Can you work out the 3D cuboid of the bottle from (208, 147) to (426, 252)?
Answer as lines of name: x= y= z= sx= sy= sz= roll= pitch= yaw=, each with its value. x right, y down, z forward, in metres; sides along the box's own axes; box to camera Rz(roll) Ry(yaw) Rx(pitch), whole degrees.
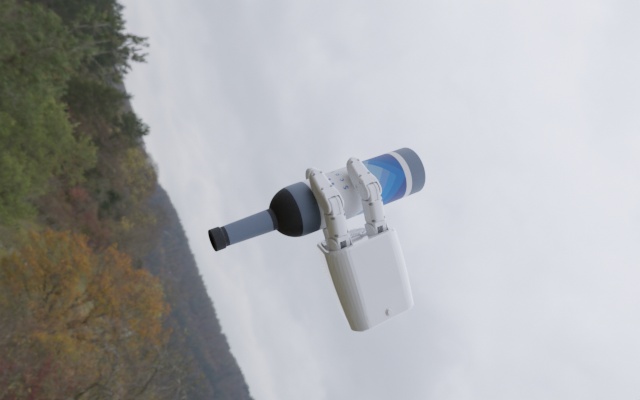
bottle: x=0.000 y=0.002 z=0.616 sx=0.295 sy=0.069 sz=0.069 roll=-20 pitch=8 yaw=-24
